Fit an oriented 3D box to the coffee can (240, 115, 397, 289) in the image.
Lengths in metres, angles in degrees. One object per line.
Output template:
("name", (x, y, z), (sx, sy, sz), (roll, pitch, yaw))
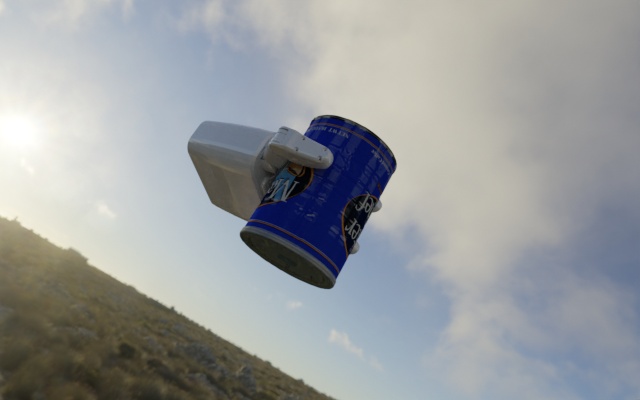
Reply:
("coffee can", (0.000, 0.002, 0.475), (0.103, 0.140, 0.103), (27, -20, 11))
